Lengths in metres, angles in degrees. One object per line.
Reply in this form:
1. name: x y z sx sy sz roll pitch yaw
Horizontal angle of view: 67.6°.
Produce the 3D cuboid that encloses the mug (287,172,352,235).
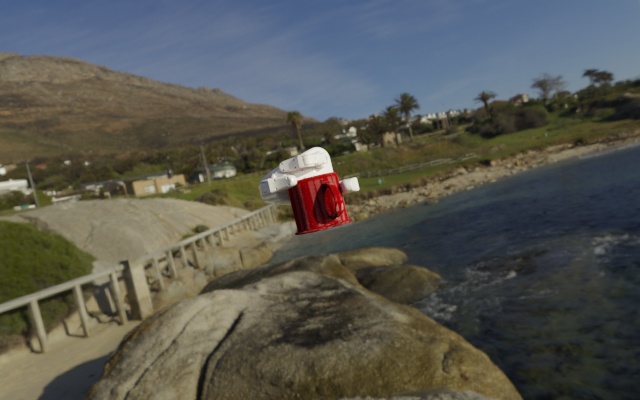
1. mug: 0.001 0.002 0.735 0.093 0.081 0.117 -14 1 -24
